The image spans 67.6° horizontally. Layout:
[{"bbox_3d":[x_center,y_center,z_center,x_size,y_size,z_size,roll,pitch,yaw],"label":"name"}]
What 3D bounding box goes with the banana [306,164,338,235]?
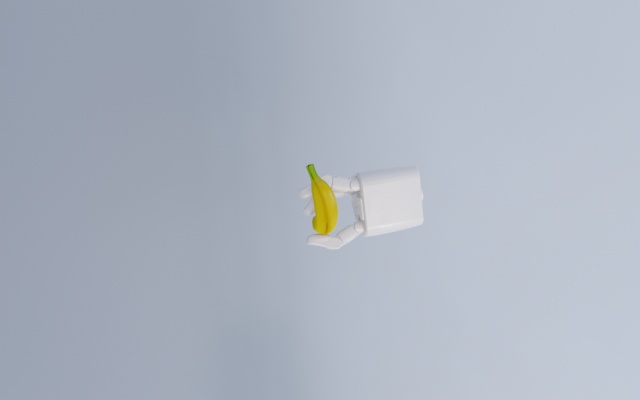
[{"bbox_3d":[0.005,0.017,0.773,0.037,0.069,0.198,-14,-27,-7],"label":"banana"}]
